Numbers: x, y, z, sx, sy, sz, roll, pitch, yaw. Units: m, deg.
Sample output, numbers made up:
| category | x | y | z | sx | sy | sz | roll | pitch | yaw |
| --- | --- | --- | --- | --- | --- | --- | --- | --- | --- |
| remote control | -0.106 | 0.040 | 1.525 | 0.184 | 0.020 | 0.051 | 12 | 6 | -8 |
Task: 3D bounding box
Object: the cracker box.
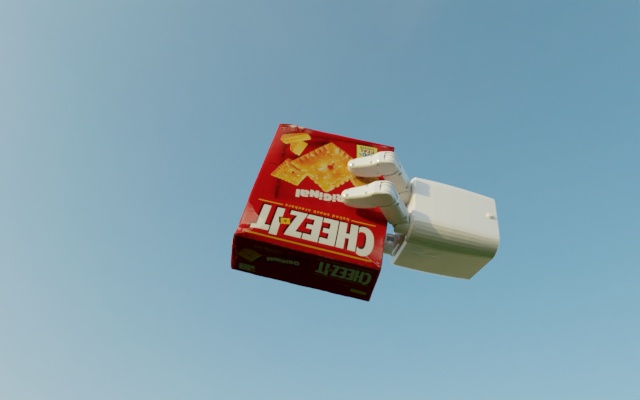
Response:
| category | x | y | z | sx | sy | sz | roll | pitch | yaw |
| --- | --- | --- | --- | --- | --- | --- | --- | --- | --- |
| cracker box | 0.000 | 0.002 | 0.592 | 0.164 | 0.072 | 0.213 | 13 | 44 | 1 |
